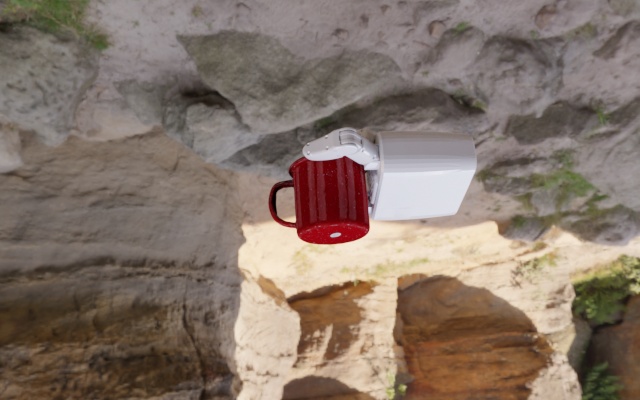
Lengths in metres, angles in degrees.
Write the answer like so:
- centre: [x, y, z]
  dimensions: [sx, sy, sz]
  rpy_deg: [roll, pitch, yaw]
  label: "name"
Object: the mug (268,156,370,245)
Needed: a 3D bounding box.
- centre: [-0.001, 0.002, 0.536]
  dimensions: [0.117, 0.081, 0.093]
  rpy_deg: [-3, -20, -2]
  label: "mug"
